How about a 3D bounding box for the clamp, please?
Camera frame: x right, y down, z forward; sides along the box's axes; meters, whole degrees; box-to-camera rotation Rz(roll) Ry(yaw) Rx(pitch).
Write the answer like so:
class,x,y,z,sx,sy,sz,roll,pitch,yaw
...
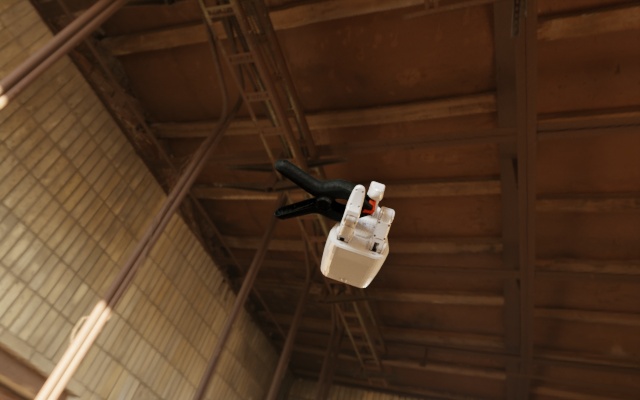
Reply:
class,x,y,z,sx,sy,sz,roll,pitch,yaw
clamp,0.000,0.002,0.772,0.171,0.039,0.120,18,-41,2
